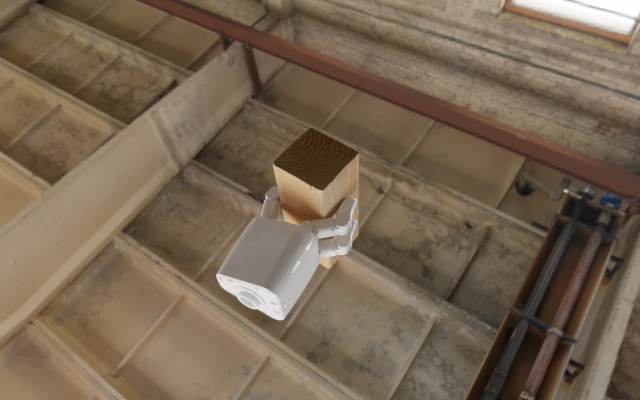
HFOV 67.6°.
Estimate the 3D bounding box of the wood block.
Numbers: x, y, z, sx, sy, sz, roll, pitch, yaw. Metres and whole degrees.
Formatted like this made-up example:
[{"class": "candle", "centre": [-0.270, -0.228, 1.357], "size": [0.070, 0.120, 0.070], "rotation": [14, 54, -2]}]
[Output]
[{"class": "wood block", "centre": [0.000, 0.003, 0.742], "size": [0.091, 0.090, 0.206], "rotation": [30, -30, 24]}]
